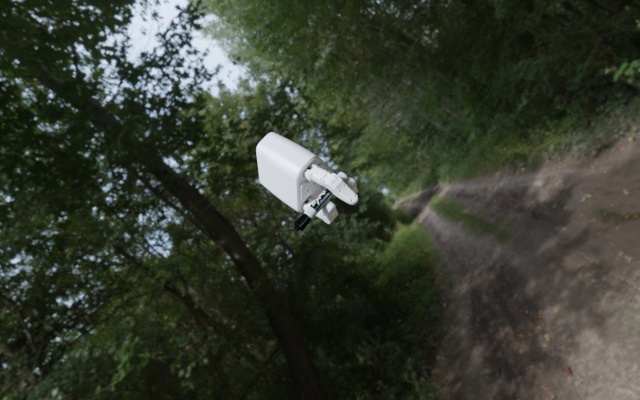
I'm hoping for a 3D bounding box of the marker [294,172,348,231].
[{"bbox_3d":[0.000,0.003,0.762,0.020,0.121,0.020,38,-17,14],"label":"marker"}]
